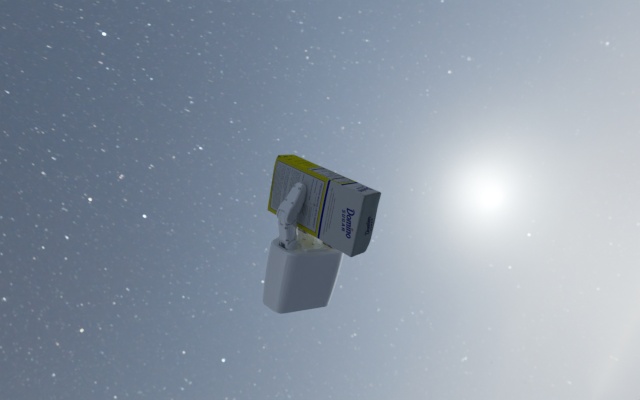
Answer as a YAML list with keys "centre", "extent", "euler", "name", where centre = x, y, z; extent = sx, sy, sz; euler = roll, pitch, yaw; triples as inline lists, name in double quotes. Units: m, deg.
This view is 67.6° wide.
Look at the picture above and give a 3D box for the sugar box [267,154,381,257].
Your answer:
- centre: [0.000, 0.002, 0.694]
  extent: [0.176, 0.093, 0.048]
  euler: [26, 25, 35]
  name: "sugar box"
